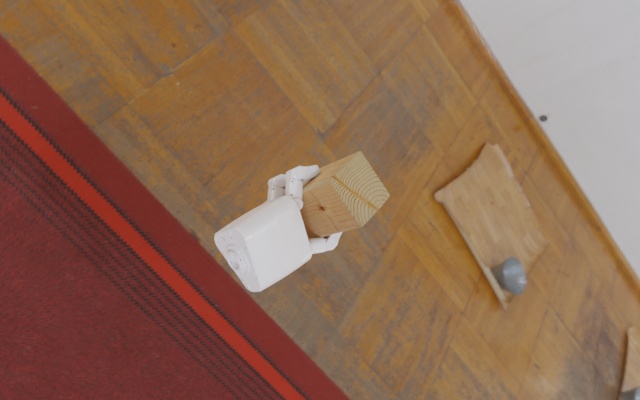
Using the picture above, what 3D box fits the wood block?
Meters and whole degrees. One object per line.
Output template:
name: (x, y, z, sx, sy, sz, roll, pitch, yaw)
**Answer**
wood block: (0.000, 0.003, 0.802, 0.206, 0.091, 0.090, -18, 21, 51)
